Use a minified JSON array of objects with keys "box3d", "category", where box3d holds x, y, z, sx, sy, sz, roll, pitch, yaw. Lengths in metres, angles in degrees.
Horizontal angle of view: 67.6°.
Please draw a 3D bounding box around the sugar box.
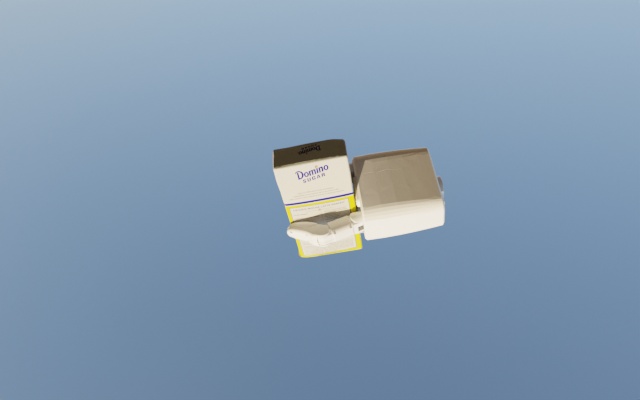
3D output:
[{"box3d":[0.000,0.002,0.641,0.093,0.176,0.048,-9,42,3],"category":"sugar box"}]
